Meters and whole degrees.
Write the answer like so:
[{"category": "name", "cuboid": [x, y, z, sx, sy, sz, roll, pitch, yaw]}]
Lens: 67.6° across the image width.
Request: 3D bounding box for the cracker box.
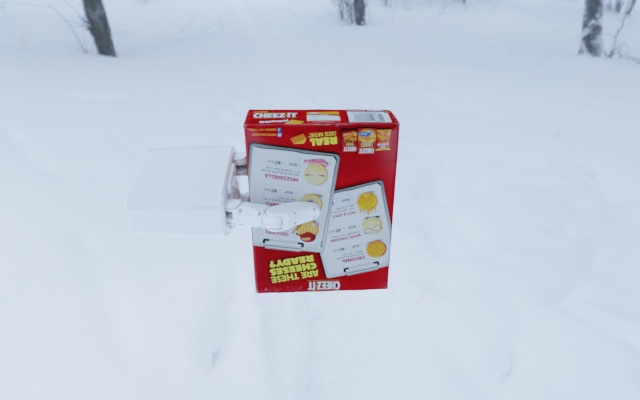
[{"category": "cracker box", "cuboid": [0.000, 0.002, 0.563, 0.164, 0.214, 0.072, -1, 27, -2]}]
